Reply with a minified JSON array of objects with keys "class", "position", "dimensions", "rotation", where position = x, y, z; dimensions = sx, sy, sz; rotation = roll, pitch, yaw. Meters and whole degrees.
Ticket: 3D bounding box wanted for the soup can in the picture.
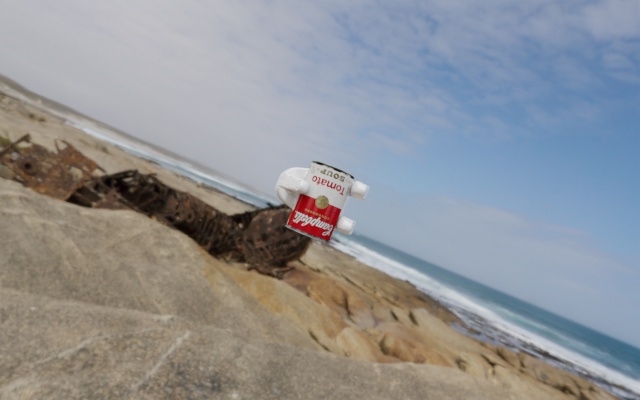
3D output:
[{"class":"soup can","position":[0.000,0.002,0.683],"dimensions":[0.068,0.102,0.068],"rotation":[22,-2,1]}]
